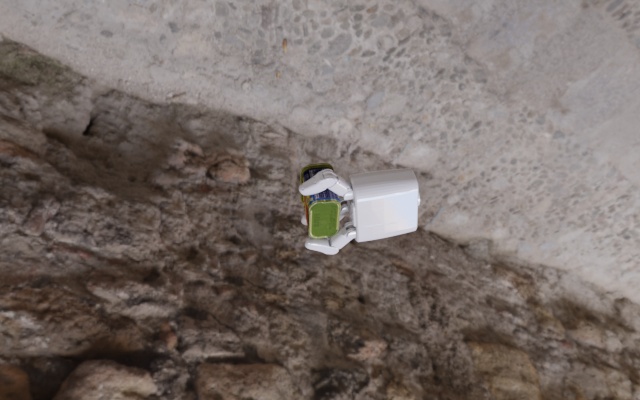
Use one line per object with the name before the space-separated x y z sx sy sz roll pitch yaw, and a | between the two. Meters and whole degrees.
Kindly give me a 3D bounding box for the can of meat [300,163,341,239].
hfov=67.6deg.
can of meat | 0.000 0.003 0.803 0.057 0.084 0.102 -6 -40 -7
